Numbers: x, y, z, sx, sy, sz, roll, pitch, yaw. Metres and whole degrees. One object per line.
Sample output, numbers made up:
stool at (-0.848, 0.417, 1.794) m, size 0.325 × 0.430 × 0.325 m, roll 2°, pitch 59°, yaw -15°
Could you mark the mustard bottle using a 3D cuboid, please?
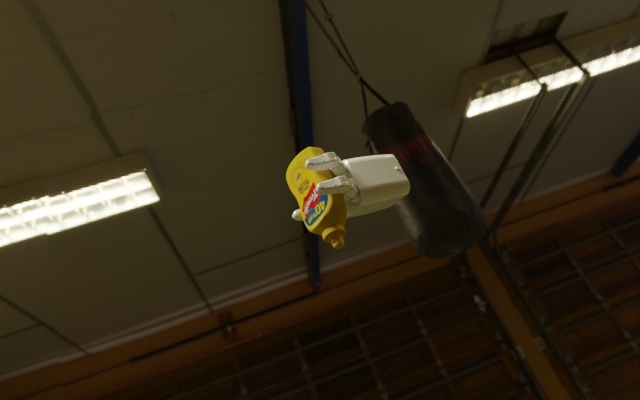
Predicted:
mustard bottle at (0.000, 0.003, 0.860) m, size 0.058 × 0.191 × 0.096 m, roll 5°, pitch -41°, yaw -40°
